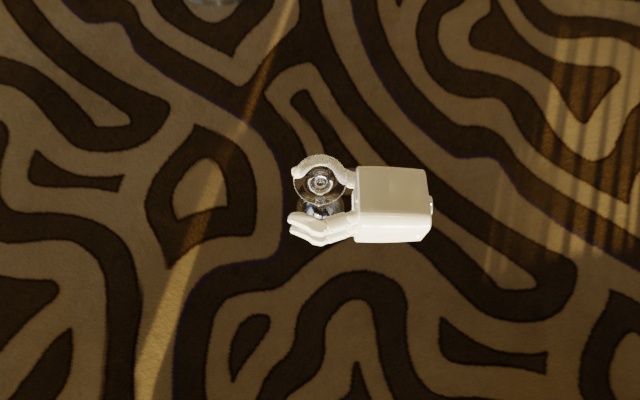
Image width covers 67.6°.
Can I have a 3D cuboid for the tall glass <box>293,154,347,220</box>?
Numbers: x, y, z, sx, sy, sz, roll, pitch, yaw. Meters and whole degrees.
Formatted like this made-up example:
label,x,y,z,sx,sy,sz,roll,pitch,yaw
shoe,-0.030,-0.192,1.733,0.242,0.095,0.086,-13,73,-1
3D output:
label,x,y,z,sx,sy,sz,roll,pitch,yaw
tall glass,0.000,0.002,0.745,0.079,0.079,0.201,0,-18,0
